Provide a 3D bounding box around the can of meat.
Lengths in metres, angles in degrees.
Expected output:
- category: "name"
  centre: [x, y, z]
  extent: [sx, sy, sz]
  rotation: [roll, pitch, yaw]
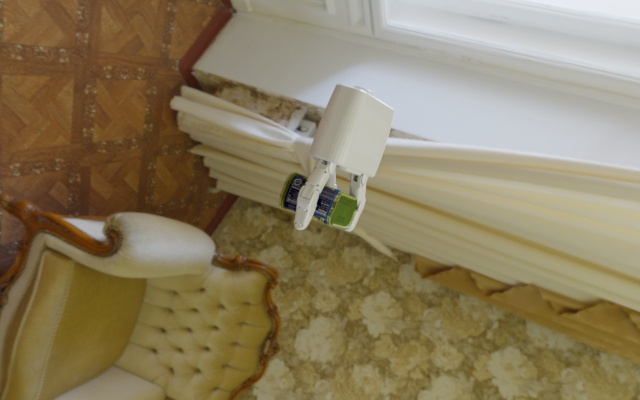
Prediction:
- category: "can of meat"
  centre: [0.000, 0.002, 0.706]
  extent: [0.084, 0.057, 0.102]
  rotation: [21, 1, 22]
